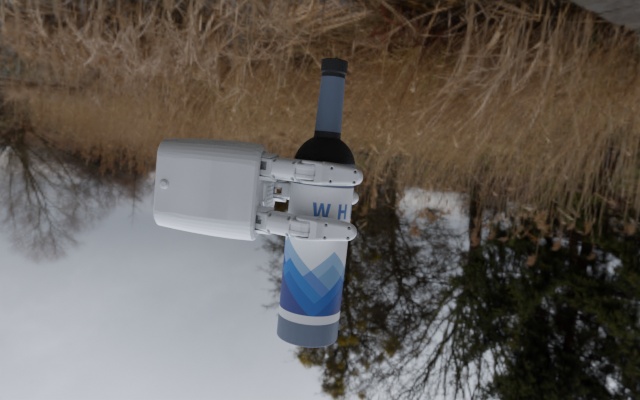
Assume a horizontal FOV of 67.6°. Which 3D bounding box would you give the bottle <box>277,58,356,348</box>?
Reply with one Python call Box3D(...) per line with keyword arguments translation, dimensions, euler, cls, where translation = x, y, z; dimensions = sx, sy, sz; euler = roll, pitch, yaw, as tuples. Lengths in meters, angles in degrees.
Box3D(translation=(0.000, 0.002, 0.507), dimensions=(0.069, 0.296, 0.069), euler=(6, 6, -1), cls="bottle")
